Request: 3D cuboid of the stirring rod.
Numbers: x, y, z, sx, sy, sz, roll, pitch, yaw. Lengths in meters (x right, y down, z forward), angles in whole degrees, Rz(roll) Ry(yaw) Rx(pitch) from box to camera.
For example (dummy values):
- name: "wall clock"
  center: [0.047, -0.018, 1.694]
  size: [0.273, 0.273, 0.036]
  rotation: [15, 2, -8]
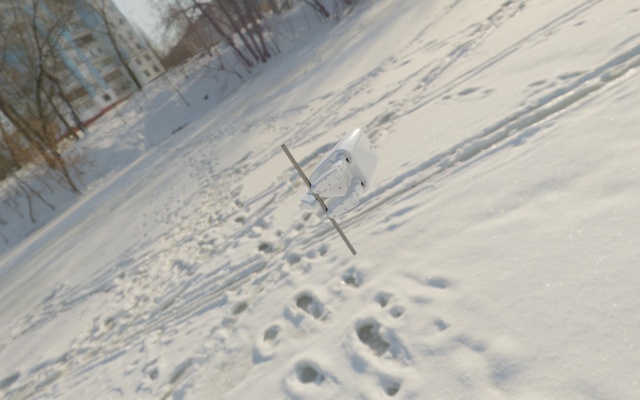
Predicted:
- name: "stirring rod"
  center: [0.000, 0.003, 0.837]
  size: [0.011, 0.239, 0.011]
  rotation: [-30, 18, 11]
